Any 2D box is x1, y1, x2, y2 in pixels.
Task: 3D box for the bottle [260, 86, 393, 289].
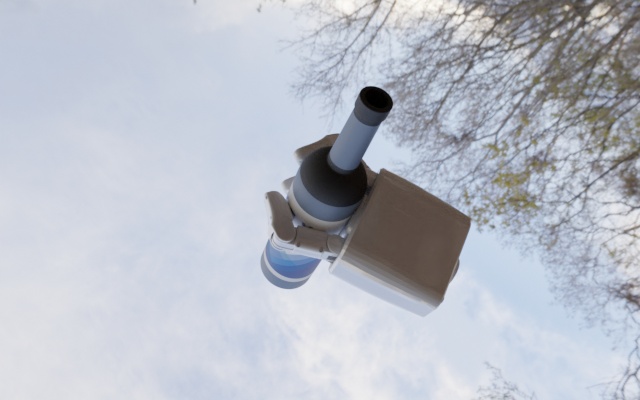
[{"bbox_3d":[0.000,0.002,0.475,0.069,0.069,0.296,0,-32,-20],"label":"bottle"}]
